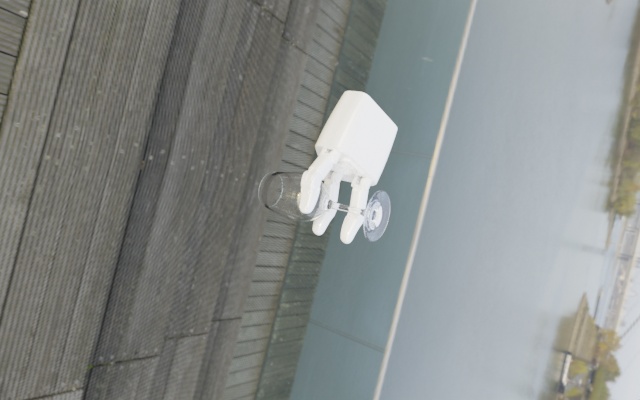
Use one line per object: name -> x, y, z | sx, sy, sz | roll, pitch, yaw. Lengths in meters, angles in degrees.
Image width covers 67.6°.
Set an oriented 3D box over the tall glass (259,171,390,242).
tall glass -> 0.001, 0.003, 0.726 | 0.201, 0.079, 0.079 | 13, 7, 33
